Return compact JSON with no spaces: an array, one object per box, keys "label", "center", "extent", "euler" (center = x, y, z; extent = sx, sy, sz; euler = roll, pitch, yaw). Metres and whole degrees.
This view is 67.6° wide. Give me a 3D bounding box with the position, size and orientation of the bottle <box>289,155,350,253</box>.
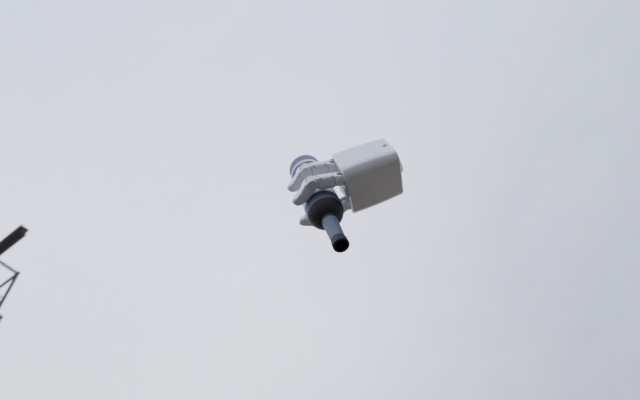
[{"label":"bottle","center":[0.000,0.003,0.876],"extent":[0.069,0.069,0.295],"euler":[0,28,-15]}]
